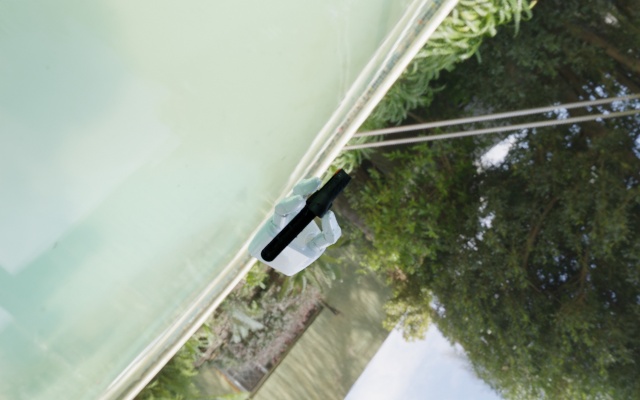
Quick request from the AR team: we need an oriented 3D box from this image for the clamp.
[{"bbox_3d":[0.001,0.003,0.763,0.210,0.036,0.165,-47,4,-40],"label":"clamp"}]
